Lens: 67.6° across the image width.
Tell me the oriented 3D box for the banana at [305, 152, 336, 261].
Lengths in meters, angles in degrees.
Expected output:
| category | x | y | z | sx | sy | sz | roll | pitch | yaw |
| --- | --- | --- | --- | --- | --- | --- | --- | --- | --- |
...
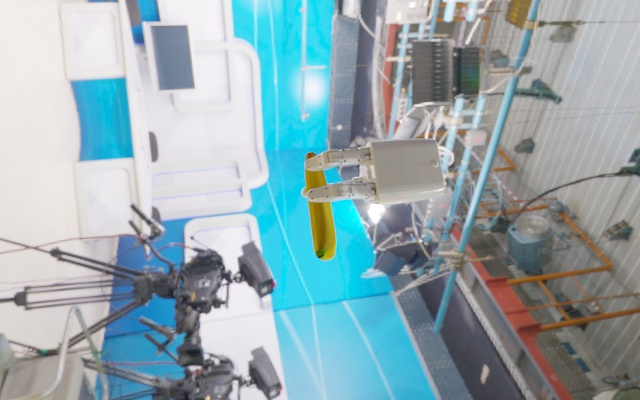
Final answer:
| category | x | y | z | sx | sy | sz | roll | pitch | yaw |
| --- | --- | --- | --- | --- | --- | --- | --- | --- | --- |
| banana | 0.001 | 0.016 | 0.731 | 0.037 | 0.197 | 0.070 | -6 | -37 | -4 |
